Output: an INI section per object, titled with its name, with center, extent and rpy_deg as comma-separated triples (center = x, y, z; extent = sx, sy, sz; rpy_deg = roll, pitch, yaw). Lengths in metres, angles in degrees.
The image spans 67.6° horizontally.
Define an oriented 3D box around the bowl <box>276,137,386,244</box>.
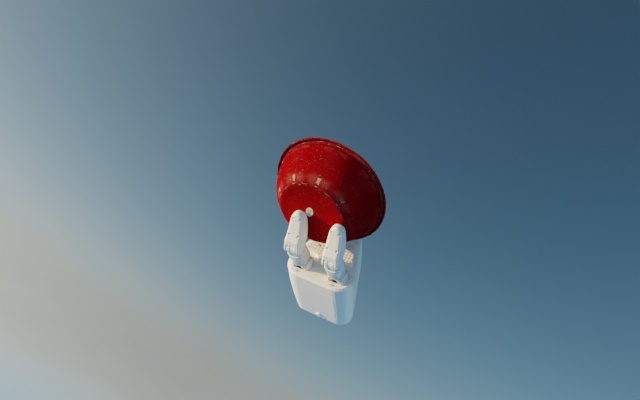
[bowl]
center = 0.000, 0.001, 0.617
extent = 0.162, 0.162, 0.055
rpy_deg = 0, 33, 34
